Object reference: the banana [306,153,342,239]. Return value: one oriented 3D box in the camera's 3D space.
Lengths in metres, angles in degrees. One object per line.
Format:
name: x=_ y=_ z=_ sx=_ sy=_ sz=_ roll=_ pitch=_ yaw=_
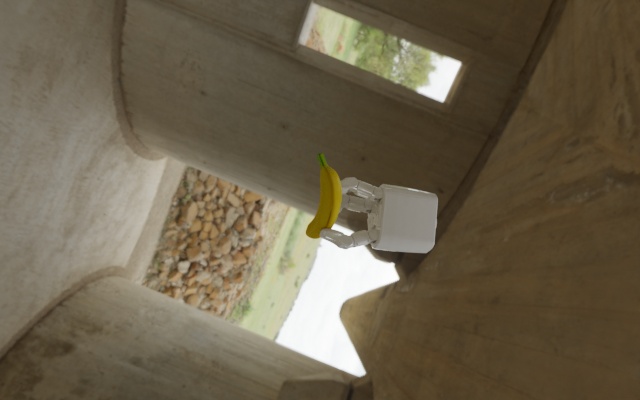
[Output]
banana: x=0.007 y=0.013 z=0.843 sx=0.037 sy=0.198 sz=0.069 roll=-7 pitch=45 yaw=-20
